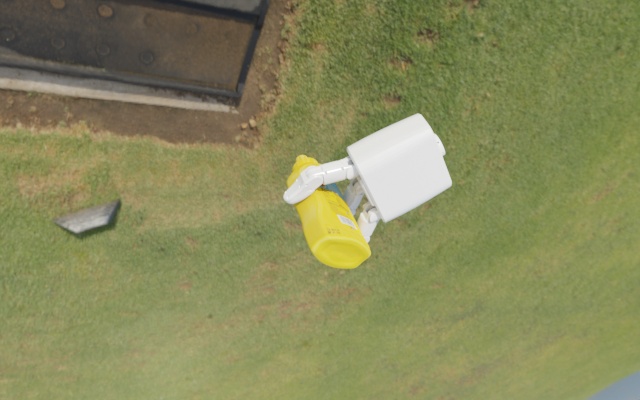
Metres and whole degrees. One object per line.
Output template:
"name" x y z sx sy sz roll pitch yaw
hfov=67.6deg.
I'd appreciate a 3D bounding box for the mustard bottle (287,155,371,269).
"mustard bottle" 0.000 0.003 0.670 0.096 0.191 0.058 24 -59 -41
